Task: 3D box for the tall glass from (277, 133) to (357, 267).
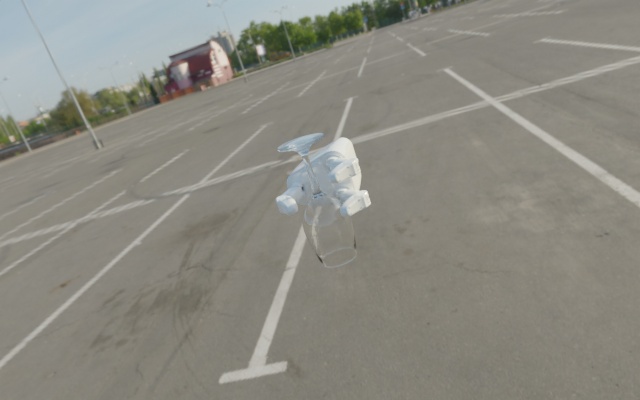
[{"bbox_3d":[0.000,0.002,0.740,0.079,0.201,0.079,-16,18,5],"label":"tall glass"}]
